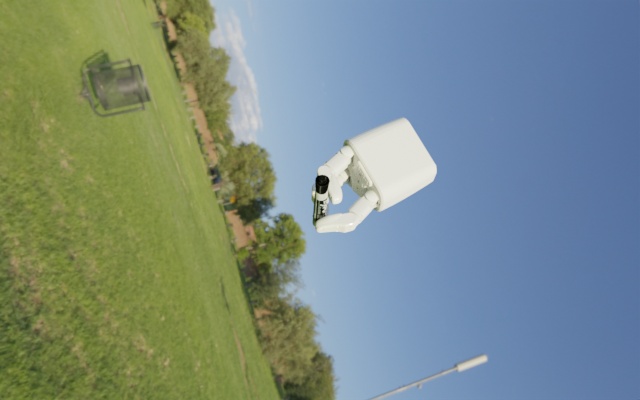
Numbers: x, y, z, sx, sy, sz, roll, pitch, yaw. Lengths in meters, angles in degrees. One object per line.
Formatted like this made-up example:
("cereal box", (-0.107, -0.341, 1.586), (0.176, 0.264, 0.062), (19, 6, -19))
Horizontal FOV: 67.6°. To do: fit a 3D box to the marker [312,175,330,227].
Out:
("marker", (0.000, 0.002, 0.654), (0.020, 0.020, 0.121), (0, -31, -3))
